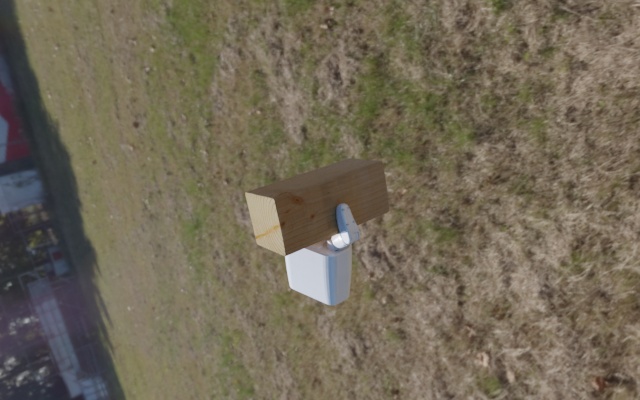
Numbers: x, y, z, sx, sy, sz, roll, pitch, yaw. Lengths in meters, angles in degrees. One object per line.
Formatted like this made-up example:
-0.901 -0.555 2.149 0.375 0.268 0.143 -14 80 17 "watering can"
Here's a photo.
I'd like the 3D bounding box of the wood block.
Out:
0.000 0.003 0.756 0.206 0.090 0.091 -21 20 -32 "wood block"
